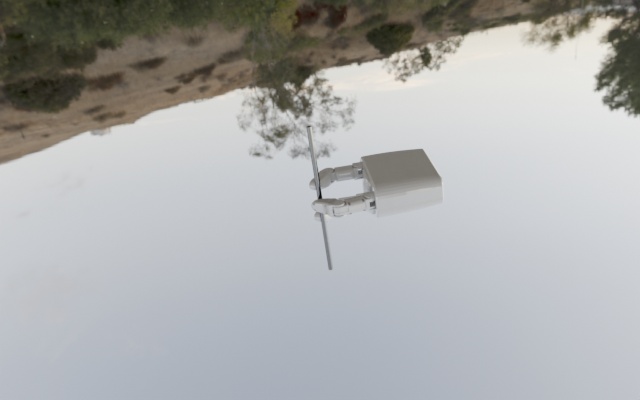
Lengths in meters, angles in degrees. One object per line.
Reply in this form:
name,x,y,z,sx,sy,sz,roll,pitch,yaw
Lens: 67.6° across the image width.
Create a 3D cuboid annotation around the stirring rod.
stirring rod,0.000,0.002,0.744,0.011,0.240,0.011,-8,22,3
